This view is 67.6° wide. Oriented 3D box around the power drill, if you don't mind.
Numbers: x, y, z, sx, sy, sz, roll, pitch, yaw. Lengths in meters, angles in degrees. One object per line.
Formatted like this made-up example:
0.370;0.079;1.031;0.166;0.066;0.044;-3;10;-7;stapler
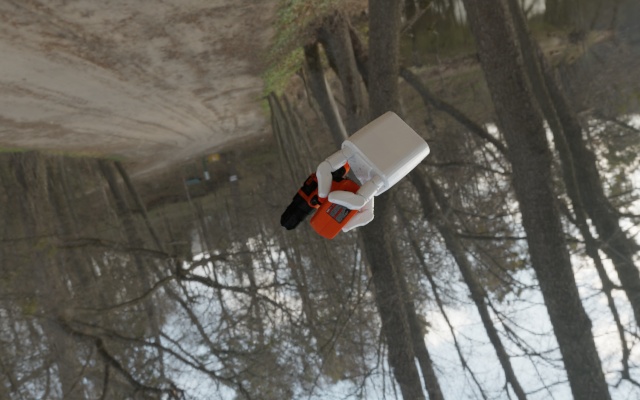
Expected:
0.000;0.003;0.886;0.057;0.184;0.187;38;5;-21;power drill
